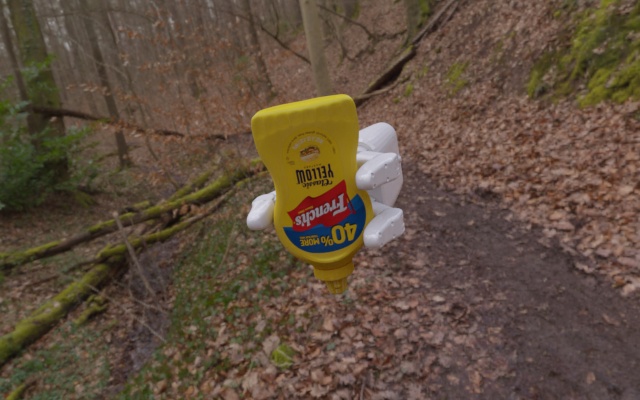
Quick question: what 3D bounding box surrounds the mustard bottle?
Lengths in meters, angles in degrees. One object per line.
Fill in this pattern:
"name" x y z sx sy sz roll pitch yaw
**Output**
"mustard bottle" 0.000 0.001 0.460 0.096 0.192 0.058 -11 17 1
